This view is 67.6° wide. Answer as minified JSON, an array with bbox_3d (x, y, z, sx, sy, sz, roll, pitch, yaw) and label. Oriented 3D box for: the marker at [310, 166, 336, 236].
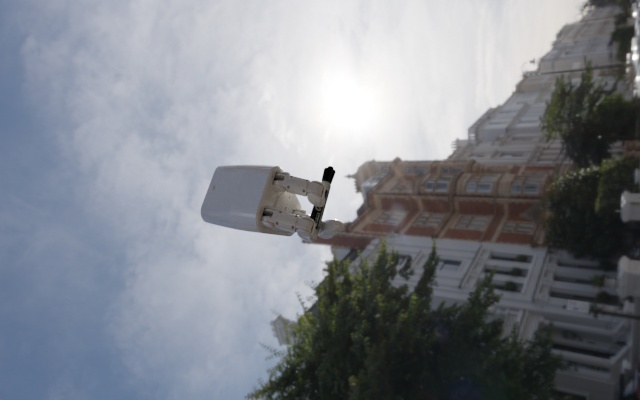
[{"bbox_3d":[0.000,0.002,0.718,0.020,0.121,0.020,14,-20,5],"label":"marker"}]
